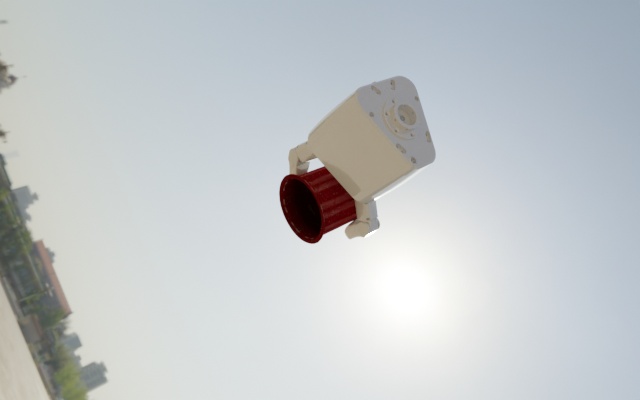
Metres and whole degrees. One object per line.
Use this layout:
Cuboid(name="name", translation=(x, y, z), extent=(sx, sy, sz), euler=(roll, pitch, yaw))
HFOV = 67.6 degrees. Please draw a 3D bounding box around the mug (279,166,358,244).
Cuboid(name="mug", translation=(0.000, 0.002, 0.630), extent=(0.081, 0.093, 0.117), euler=(-23, -5, -33))
